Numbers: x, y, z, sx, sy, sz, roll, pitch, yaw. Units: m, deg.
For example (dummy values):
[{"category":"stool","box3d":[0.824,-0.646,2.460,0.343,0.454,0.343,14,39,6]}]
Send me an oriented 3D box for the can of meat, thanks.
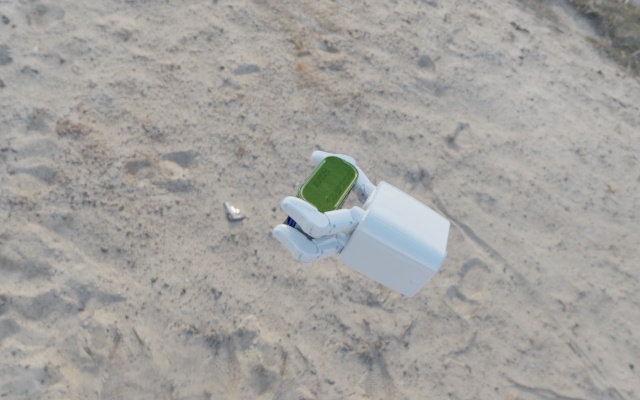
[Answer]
[{"category":"can of meat","box3d":[0.000,0.002,0.613,0.057,0.102,0.084,32,-40,5]}]
